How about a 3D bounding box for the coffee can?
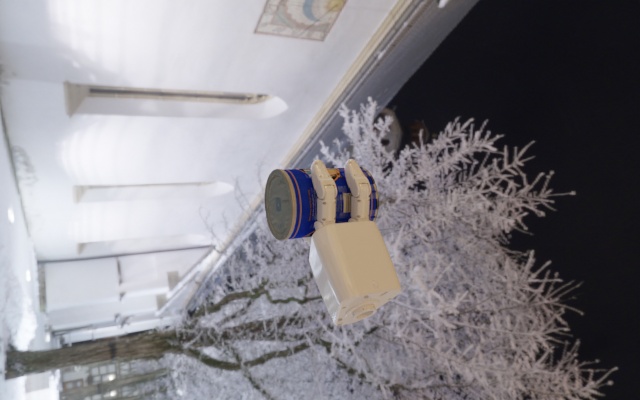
[{"bbox_3d":[0.000,0.002,0.711,0.140,0.103,0.103,-4,2,-27],"label":"coffee can"}]
